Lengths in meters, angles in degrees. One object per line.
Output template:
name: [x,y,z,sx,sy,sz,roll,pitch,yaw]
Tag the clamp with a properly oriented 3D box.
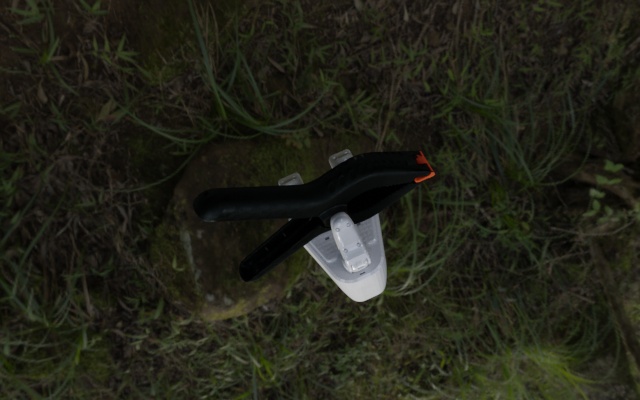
clamp: [0.001,0.002,0.419,0.210,0.036,0.165,-25,-26,0]
